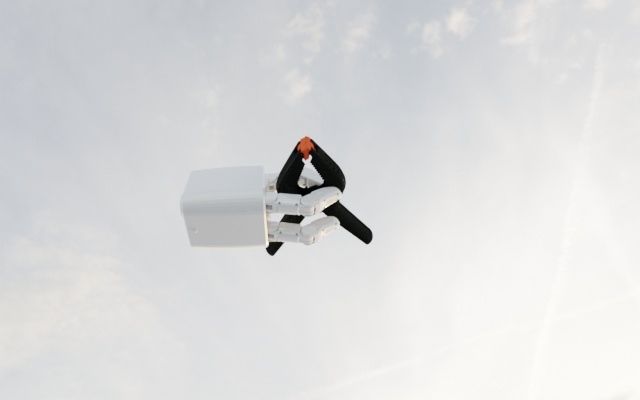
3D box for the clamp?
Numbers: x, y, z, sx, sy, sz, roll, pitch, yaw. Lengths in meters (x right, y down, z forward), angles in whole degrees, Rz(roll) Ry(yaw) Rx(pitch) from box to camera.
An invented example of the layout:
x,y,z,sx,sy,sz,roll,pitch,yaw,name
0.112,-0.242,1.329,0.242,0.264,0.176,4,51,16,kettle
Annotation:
x,y,z,sx,sy,sz,roll,pitch,yaw,name
0.000,0.001,0.674,0.164,0.210,0.036,-3,44,-5,clamp
